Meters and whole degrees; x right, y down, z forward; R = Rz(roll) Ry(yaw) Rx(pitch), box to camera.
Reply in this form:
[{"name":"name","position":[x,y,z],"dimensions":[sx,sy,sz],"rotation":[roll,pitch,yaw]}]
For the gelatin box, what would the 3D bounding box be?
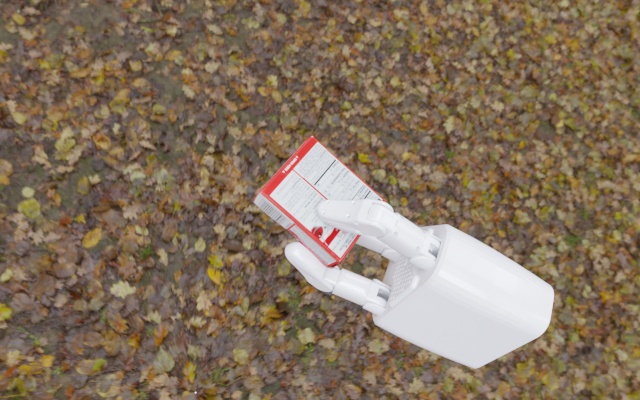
[{"name":"gelatin box","position":[0.000,0.001,0.406],"dimensions":[0.089,0.073,0.030],"rotation":[42,-27,-5]}]
